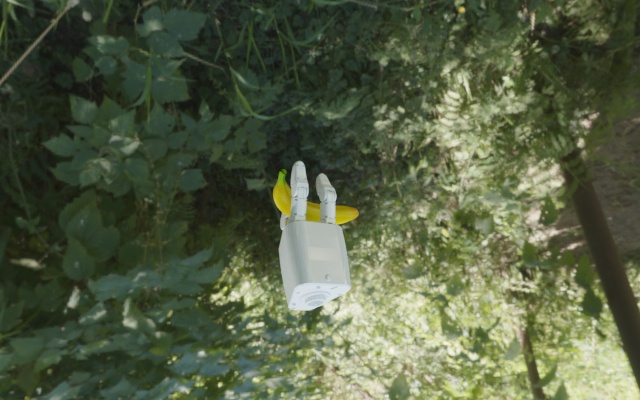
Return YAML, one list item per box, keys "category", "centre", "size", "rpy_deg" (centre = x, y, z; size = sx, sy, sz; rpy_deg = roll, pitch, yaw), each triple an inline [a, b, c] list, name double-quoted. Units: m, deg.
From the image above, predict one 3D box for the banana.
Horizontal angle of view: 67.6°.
- category: "banana"
  centre: [-0.016, 0.012, 0.827]
  size: [0.070, 0.037, 0.198]
  rpy_deg: [-37, -41, 26]
